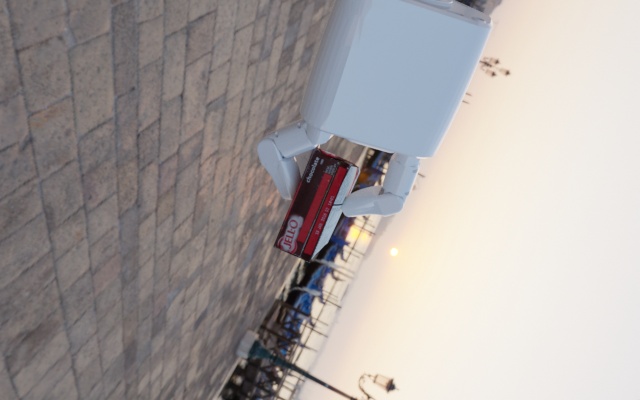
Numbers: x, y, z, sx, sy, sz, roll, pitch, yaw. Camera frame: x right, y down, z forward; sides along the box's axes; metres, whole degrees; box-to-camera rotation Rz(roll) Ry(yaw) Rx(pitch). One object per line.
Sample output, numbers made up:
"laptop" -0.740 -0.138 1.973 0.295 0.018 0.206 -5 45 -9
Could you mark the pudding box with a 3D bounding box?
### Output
"pudding box" 0.000 0.001 0.438 0.039 0.090 0.113 25 6 8
